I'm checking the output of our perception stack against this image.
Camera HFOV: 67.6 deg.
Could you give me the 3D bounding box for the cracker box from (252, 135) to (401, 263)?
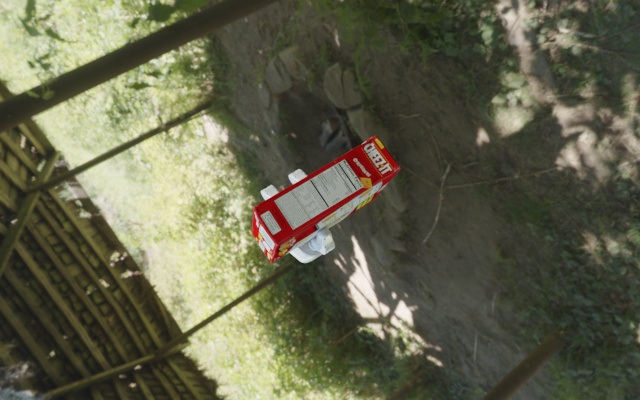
[{"bbox_3d":[0.000,0.003,0.734,0.213,0.072,0.164,-32,-9,-15],"label":"cracker box"}]
